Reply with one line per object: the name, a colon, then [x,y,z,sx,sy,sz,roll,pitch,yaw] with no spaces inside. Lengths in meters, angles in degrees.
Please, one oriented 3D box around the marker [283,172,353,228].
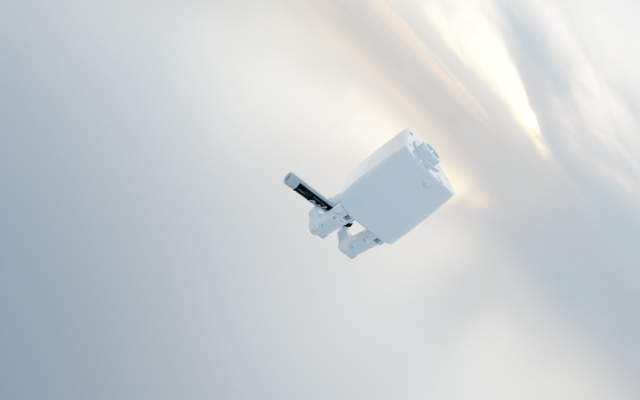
marker: [0.000,0.002,0.657,0.121,0.020,0.020,37,-18,-25]
